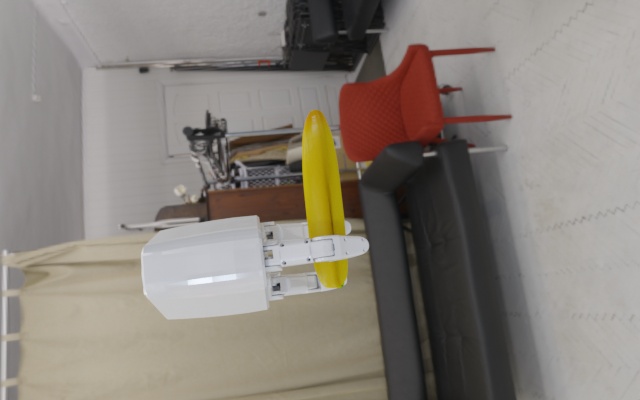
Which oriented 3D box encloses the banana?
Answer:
[{"bbox_3d":[0.003,0.009,0.483,0.037,0.198,0.069,-7,12,-6],"label":"banana"}]
